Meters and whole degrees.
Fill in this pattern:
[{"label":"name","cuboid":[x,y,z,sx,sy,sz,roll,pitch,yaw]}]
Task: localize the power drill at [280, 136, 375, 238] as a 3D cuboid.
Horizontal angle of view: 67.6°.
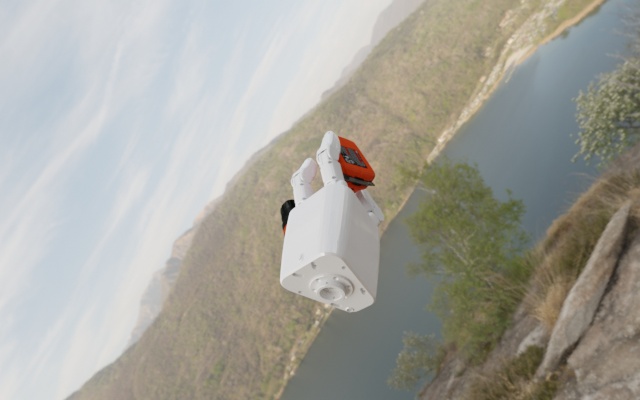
[{"label":"power drill","cuboid":[0.000,0.002,0.698,0.057,0.188,0.184,11,30,-26]}]
